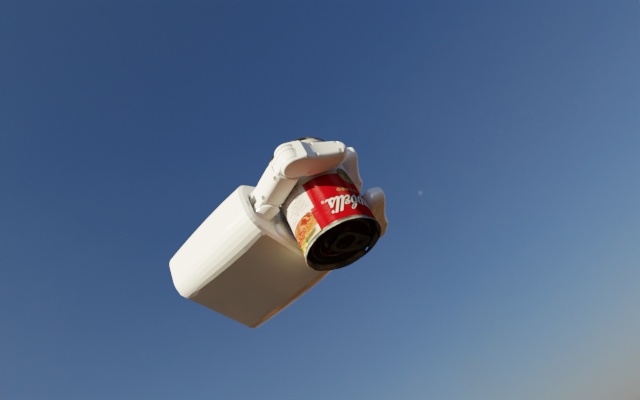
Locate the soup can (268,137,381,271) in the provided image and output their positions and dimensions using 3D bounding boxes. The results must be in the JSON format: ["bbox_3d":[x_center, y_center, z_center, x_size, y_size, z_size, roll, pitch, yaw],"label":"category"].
[{"bbox_3d":[0.000,0.001,0.420,0.068,0.102,0.069,-18,-38,-14],"label":"soup can"}]
